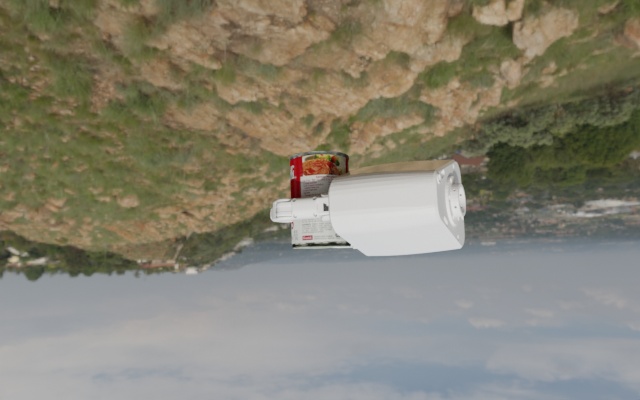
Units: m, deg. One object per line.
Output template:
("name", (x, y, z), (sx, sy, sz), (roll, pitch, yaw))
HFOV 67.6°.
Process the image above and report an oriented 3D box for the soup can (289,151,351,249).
("soup can", (0.000, 0.002, 0.535), (0.068, 0.102, 0.068), (-2, -7, 0))
